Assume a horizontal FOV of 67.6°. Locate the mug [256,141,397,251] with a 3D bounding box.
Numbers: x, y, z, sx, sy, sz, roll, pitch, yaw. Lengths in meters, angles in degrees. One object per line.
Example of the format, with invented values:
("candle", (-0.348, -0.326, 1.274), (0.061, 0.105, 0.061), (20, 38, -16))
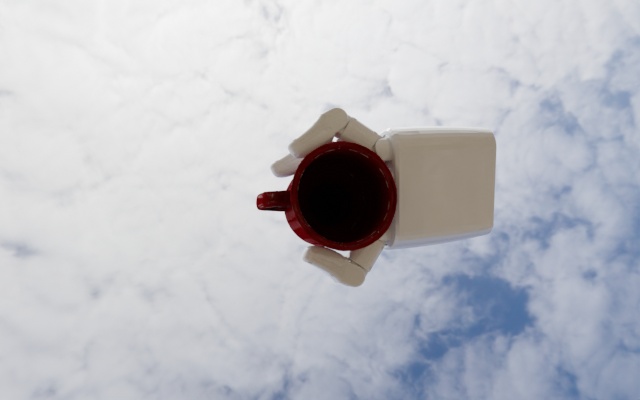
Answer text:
("mug", (-0.001, 0.002, 0.434), (0.117, 0.093, 0.081), (-4, -6, -14))
